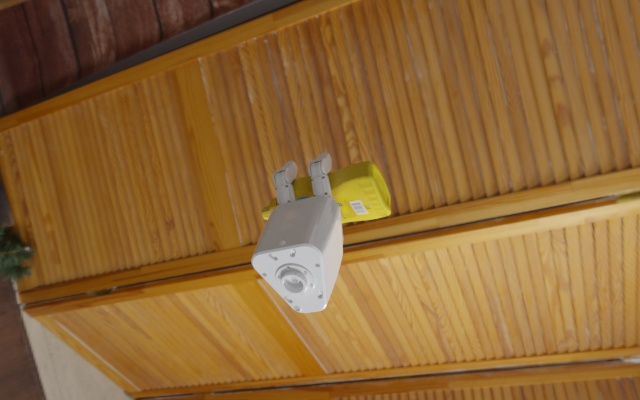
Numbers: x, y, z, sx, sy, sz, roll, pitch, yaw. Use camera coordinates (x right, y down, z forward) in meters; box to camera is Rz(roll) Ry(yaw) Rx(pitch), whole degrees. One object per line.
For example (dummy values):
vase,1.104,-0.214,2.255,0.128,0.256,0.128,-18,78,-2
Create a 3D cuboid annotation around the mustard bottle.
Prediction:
mustard bottle,0.000,0.002,0.702,0.191,0.058,0.096,-13,-39,21
